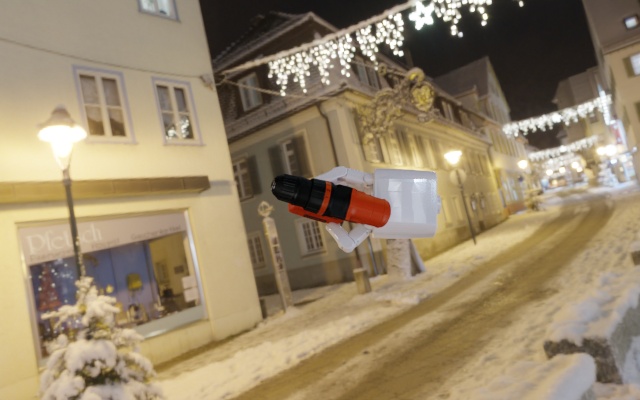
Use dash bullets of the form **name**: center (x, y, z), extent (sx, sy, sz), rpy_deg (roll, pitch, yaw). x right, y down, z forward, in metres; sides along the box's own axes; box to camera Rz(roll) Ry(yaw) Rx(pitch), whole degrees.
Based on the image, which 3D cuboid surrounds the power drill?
- **power drill**: center (0.000, 0.003, 0.771), extent (0.184, 0.057, 0.187), rpy_deg (17, -4, -13)
